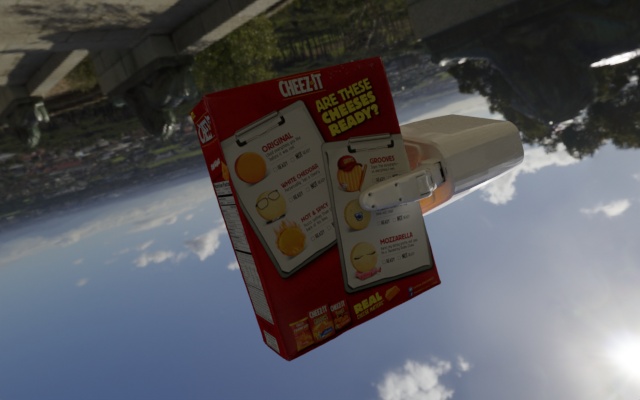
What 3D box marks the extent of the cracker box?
[{"bbox_3d":[0.000,0.002,0.418,0.164,0.214,0.072,-20,7,-26],"label":"cracker box"}]
